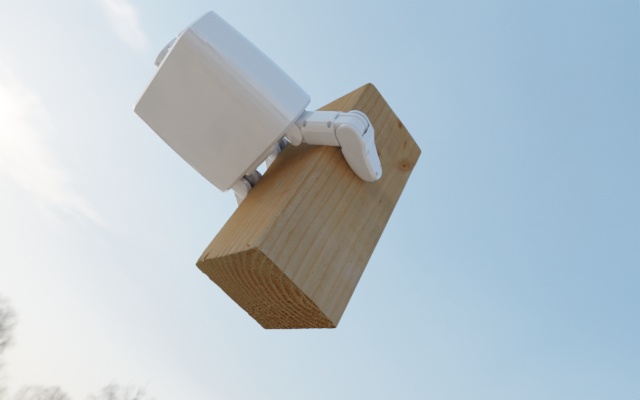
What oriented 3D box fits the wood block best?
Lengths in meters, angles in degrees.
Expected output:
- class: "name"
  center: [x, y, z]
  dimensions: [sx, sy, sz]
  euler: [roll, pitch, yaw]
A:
- class: "wood block"
  center: [0.000, 0.001, 0.418]
  dimensions: [0.091, 0.090, 0.206]
  euler: [-17, 32, 46]
